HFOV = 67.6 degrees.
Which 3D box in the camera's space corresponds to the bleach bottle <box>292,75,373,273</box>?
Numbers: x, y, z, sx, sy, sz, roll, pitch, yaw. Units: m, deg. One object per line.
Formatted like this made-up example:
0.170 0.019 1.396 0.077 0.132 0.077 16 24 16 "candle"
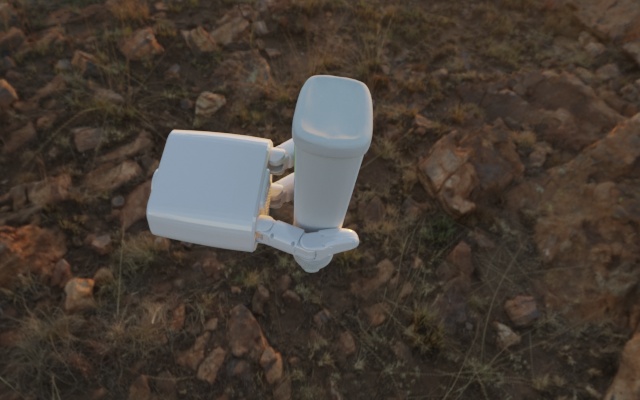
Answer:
0.000 0.002 0.501 0.068 0.102 0.251 8 -42 -1 "bleach bottle"
